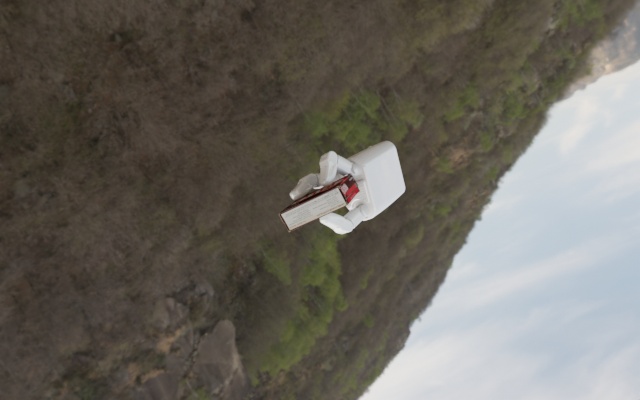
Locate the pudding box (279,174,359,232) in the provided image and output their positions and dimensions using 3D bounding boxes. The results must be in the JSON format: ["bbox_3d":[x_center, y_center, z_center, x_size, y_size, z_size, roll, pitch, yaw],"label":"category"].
[{"bbox_3d":[0.000,0.003,0.769,0.113,0.039,0.090,-27,5,21],"label":"pudding box"}]
